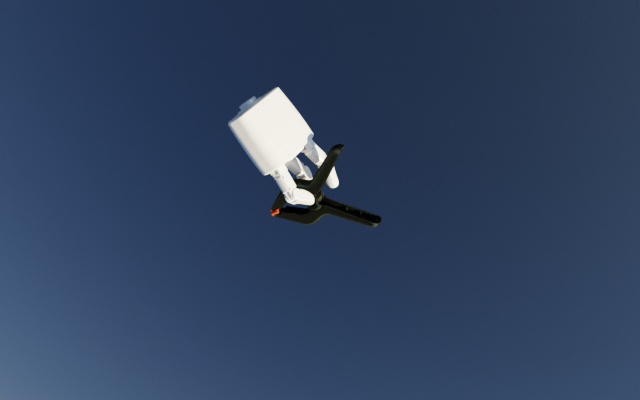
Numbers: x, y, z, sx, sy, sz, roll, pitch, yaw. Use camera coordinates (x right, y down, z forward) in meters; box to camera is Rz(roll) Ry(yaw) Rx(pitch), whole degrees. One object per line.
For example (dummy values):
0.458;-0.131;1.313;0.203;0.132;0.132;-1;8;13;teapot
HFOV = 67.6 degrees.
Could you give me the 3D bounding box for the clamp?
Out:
-0.001;0.003;0.869;0.210;0.164;0.036;-23;18;36;clamp
